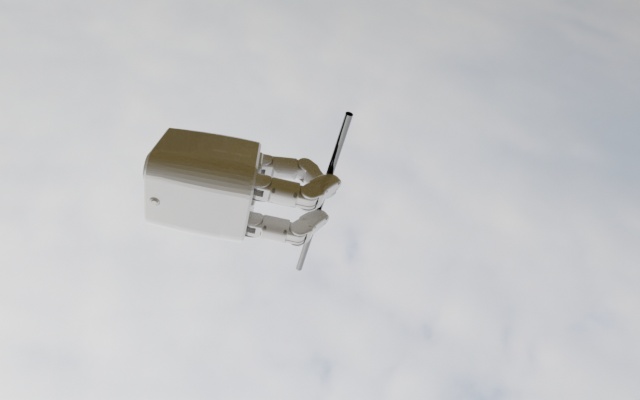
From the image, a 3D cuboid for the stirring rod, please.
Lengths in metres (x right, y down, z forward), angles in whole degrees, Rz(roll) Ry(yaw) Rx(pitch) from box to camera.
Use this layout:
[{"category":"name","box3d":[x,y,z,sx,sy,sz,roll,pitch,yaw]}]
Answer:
[{"category":"stirring rod","box3d":[0.000,0.002,0.548,0.011,0.240,0.011,10,41,-9]}]
